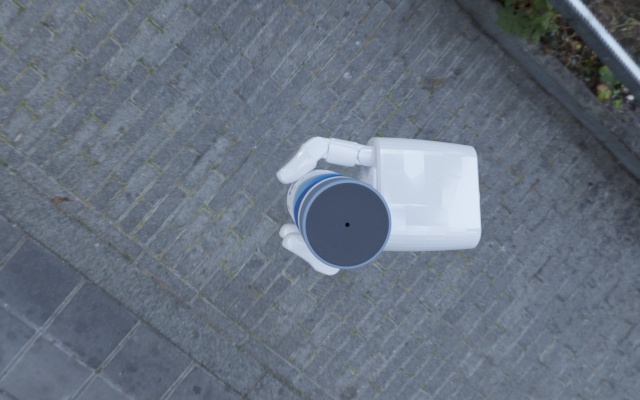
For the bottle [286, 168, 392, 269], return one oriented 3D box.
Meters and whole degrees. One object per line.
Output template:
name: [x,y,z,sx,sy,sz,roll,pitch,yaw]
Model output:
bottle: [0.000,0.002,0.490,0.069,0.069,0.295,0,6,-8]
